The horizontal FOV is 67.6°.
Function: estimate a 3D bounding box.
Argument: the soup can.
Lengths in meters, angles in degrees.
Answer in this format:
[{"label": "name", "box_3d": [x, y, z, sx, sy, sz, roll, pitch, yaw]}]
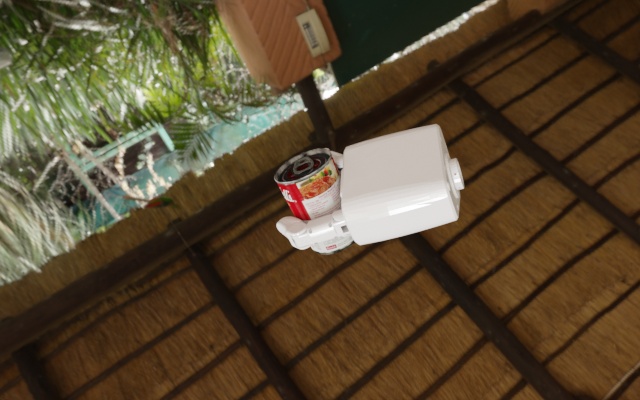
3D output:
[{"label": "soup can", "box_3d": [0.000, 0.002, 0.540, 0.068, 0.102, 0.068, -20, 27, 11]}]
